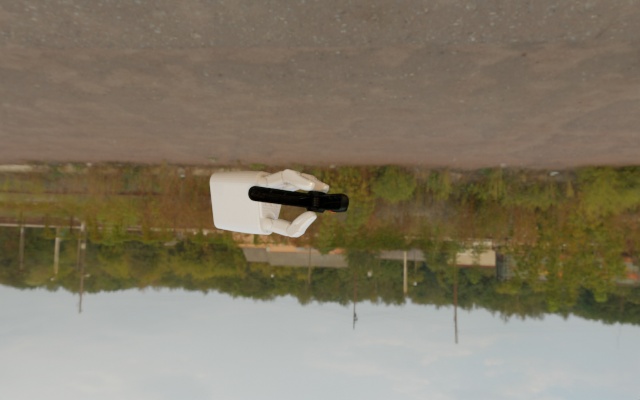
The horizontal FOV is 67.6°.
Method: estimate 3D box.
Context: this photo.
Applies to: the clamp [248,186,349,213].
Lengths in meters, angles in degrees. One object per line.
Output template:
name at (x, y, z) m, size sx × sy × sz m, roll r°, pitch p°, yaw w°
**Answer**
clamp at (0.000, 0.003, 0.808) m, size 0.164 × 0.036 × 0.210 m, roll 6°, pitch -2°, yaw 26°
